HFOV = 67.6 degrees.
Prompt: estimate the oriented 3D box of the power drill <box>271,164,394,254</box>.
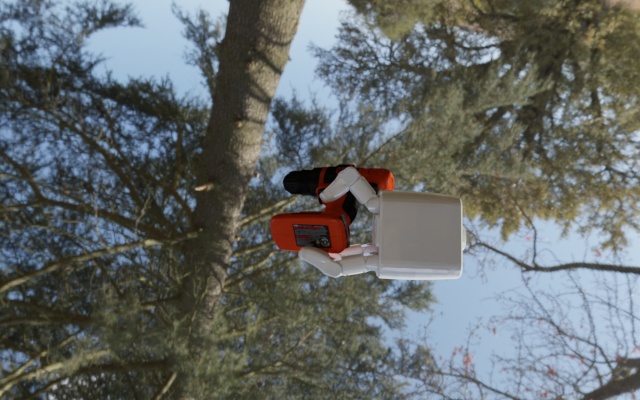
[{"bbox_3d":[0.000,0.003,0.700,0.184,0.057,0.187,0,29,24],"label":"power drill"}]
